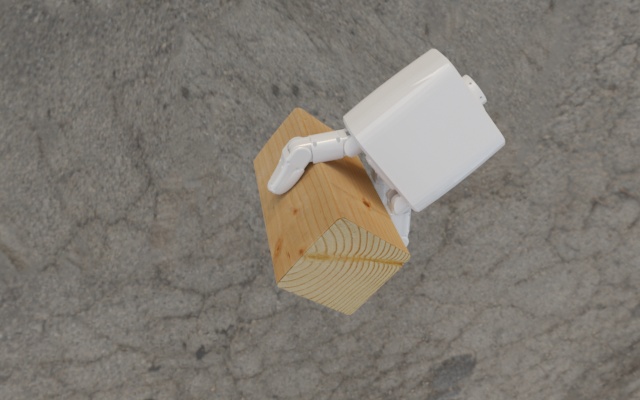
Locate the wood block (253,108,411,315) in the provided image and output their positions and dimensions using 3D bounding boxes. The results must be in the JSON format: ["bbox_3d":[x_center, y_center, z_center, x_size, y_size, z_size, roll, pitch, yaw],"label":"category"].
[{"bbox_3d":[0.000,0.001,0.497,0.091,0.090,0.206,29,24,-31],"label":"wood block"}]
